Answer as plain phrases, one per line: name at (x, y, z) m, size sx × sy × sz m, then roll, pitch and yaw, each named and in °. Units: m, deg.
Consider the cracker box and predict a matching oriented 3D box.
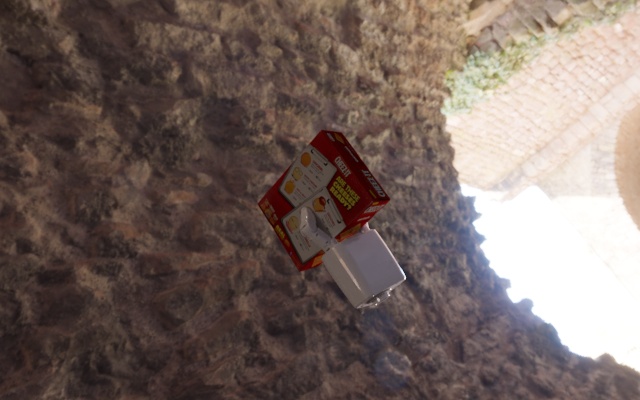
cracker box at (0.000, 0.003, 0.879) m, size 0.214 × 0.164 × 0.072 m, roll -46°, pitch -23°, yaw 30°
